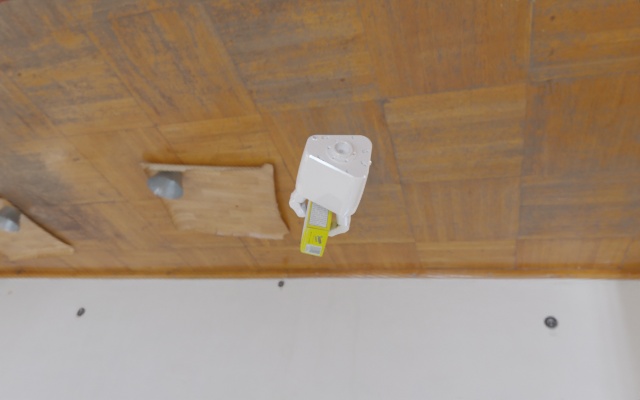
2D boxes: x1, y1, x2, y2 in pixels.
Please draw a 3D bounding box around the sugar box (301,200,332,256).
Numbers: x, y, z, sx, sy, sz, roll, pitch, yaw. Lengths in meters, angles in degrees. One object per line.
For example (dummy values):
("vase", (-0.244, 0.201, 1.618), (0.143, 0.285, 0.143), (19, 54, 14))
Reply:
("sugar box", (0.001, 0.003, 0.874), (0.048, 0.176, 0.093), (13, -35, -2))
